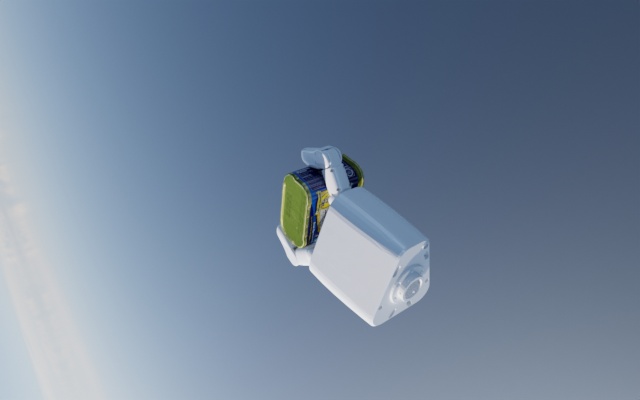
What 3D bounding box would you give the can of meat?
[{"bbox_3d":[0.000,0.002,0.590,0.084,0.102,0.057,-21,45,-32],"label":"can of meat"}]
